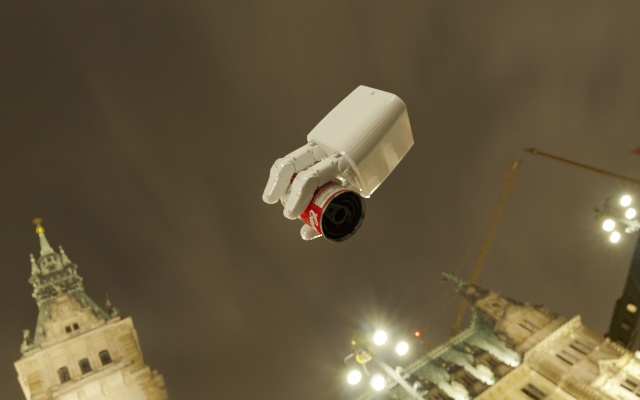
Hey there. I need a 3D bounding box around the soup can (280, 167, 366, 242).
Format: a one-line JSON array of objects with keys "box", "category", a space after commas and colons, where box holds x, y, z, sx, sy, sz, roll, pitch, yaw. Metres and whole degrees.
[{"box": [0.000, 0.002, 0.617, 0.068, 0.068, 0.102, 0, 21, -37], "category": "soup can"}]
